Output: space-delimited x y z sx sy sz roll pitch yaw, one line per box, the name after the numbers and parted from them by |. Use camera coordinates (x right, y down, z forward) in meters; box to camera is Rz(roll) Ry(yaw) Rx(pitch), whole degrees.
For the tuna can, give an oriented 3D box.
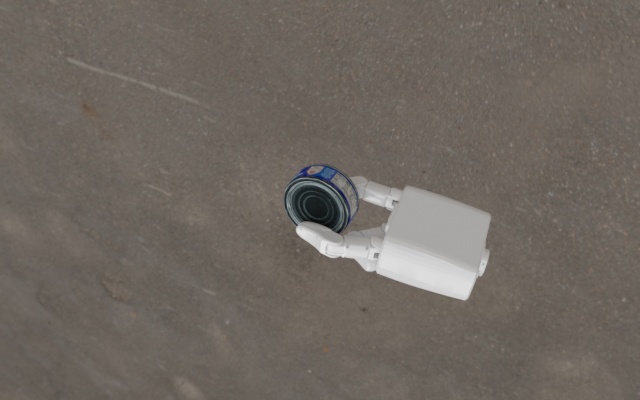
0.000 0.002 0.561 0.086 0.086 0.033 0 30 28 | tuna can
